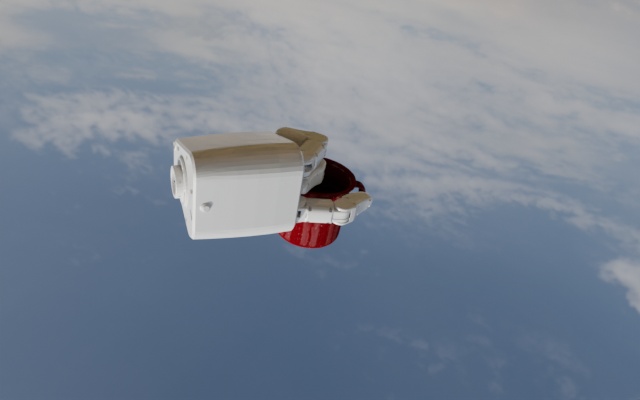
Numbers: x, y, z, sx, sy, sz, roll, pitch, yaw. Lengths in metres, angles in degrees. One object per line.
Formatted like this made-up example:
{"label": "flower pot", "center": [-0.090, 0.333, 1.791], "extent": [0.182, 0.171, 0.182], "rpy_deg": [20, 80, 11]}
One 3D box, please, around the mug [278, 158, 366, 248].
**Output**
{"label": "mug", "center": [0.001, 0.002, 0.579], "extent": [0.117, 0.081, 0.093], "rpy_deg": [-5, 35, -25]}
